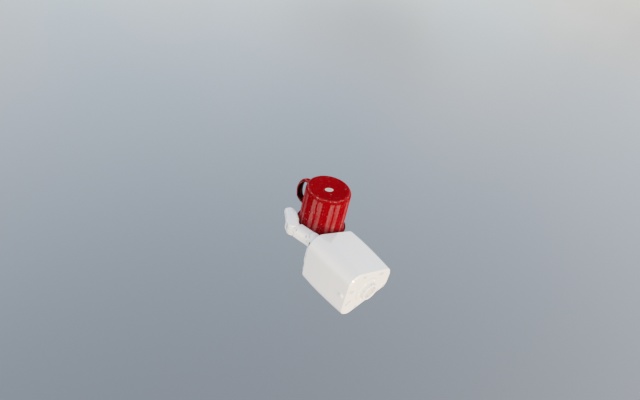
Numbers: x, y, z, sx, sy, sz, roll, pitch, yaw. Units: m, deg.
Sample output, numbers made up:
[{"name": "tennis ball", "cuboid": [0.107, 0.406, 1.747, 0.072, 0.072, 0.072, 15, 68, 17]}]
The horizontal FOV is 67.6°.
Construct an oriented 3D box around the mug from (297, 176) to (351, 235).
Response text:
[{"name": "mug", "cuboid": [-0.001, 0.002, 0.861, 0.093, 0.082, 0.117, -21, 49, -37]}]
